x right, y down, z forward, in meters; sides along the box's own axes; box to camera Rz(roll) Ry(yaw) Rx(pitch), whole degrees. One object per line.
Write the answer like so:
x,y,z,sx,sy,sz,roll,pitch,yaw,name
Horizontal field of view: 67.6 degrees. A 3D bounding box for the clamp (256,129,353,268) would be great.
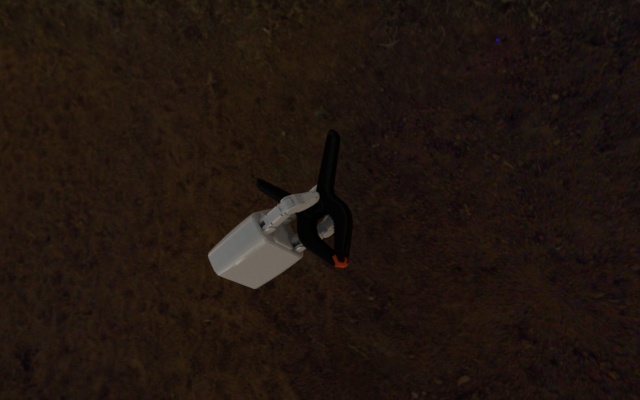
0.000,0.003,0.743,0.164,0.210,0.036,-38,-24,18,clamp
